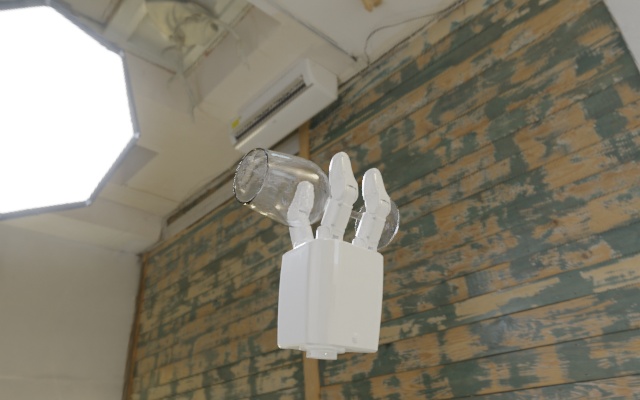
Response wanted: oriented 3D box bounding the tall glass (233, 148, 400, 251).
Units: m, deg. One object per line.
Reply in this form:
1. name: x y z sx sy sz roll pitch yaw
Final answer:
1. tall glass: 0.001 0.002 0.555 0.201 0.079 0.079 21 -14 -38
